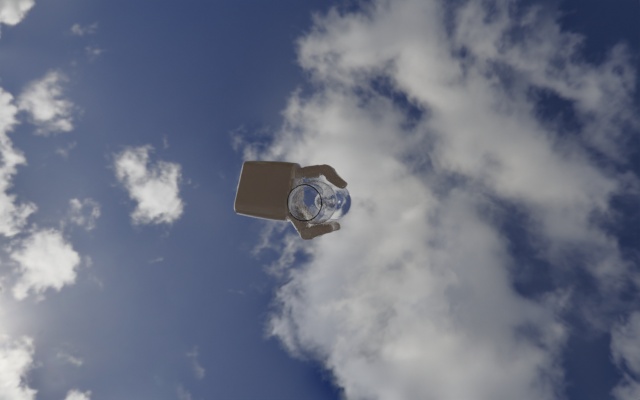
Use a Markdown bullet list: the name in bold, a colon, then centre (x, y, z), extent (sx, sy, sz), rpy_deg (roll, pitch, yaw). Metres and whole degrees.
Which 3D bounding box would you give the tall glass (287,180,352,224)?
- **tall glass**: centre (0.000, 0.003, 0.882), extent (0.079, 0.079, 0.201), rpy_deg (0, 1, 16)
